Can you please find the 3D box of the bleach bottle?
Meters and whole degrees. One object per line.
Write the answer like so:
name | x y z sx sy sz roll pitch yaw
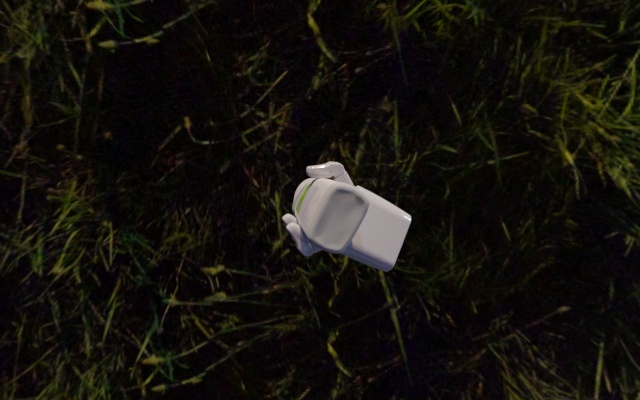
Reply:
bleach bottle | 0.000 0.003 0.777 0.068 0.102 0.250 26 6 -16
